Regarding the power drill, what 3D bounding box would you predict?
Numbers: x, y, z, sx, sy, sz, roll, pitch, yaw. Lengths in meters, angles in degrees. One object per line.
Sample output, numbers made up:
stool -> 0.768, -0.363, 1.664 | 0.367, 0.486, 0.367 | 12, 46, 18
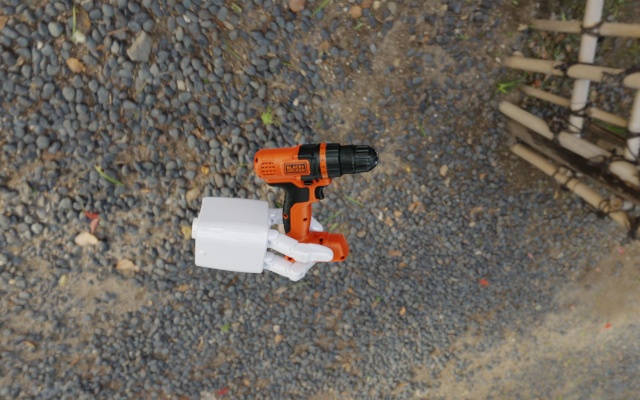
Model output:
power drill -> 0.000, 0.003, 0.733 | 0.184, 0.188, 0.057 | -1, 24, 10
